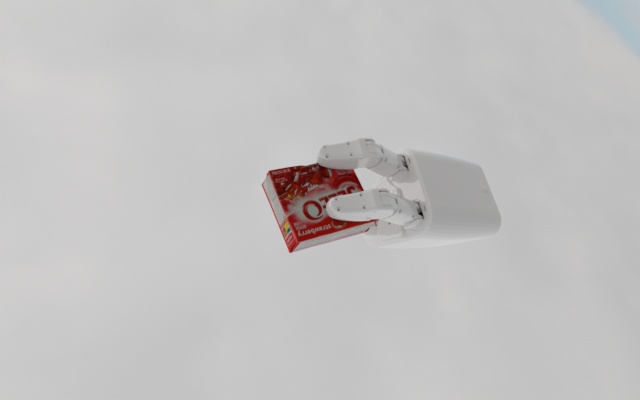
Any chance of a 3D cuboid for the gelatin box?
[{"bbox_3d":[0.000,0.002,0.444,0.089,0.073,0.030,-13,-22,-28],"label":"gelatin box"}]
